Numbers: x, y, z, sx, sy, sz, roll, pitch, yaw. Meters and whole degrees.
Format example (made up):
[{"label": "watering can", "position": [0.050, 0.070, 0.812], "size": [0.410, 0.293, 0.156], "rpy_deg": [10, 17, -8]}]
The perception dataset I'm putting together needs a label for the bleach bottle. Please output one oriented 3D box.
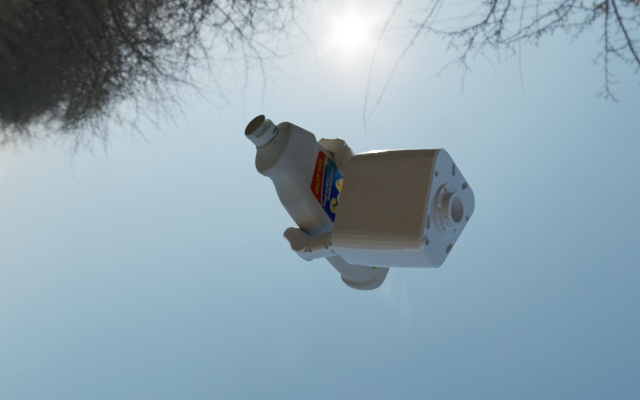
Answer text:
[{"label": "bleach bottle", "position": [0.000, 0.002, 0.562], "size": [0.068, 0.102, 0.251], "rpy_deg": [-2, -37, 44]}]
